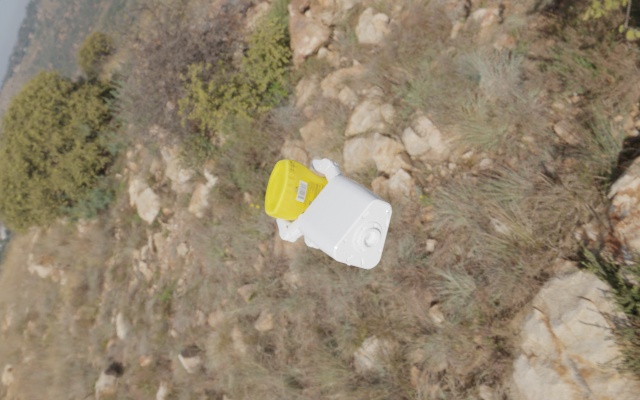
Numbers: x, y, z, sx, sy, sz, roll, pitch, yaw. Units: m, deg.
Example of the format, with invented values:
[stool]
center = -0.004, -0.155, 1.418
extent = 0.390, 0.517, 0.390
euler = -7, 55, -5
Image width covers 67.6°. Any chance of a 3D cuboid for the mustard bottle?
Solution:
[mustard bottle]
center = 0.000, 0.003, 0.823
extent = 0.192, 0.096, 0.058
euler = 20, -15, -36
